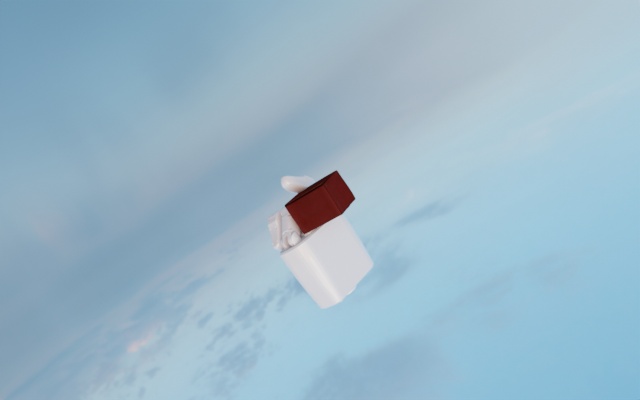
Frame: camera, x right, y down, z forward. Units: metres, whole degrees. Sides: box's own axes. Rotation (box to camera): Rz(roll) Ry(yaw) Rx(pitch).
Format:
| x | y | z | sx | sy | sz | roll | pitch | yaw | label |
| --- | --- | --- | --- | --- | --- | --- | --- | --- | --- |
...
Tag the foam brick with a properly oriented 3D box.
| x | y | z | sx | sy | sz | roll | pitch | yaw | label |
| --- | --- | --- | --- | --- | --- | --- | --- | --- | --- |
| 0.000 | 0.002 | 0.675 | 0.078 | 0.051 | 0.053 | -30 | 9 | 36 | foam brick |
